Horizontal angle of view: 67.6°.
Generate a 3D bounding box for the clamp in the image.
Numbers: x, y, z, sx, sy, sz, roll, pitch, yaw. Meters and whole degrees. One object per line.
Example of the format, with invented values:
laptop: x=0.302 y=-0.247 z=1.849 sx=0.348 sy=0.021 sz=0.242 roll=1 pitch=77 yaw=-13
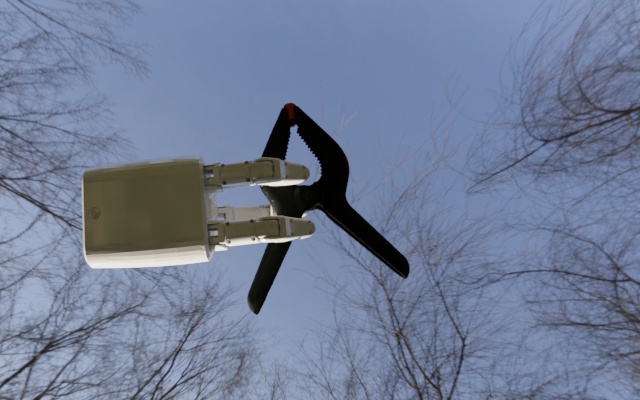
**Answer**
clamp: x=0.000 y=0.001 z=0.491 sx=0.164 sy=0.210 sz=0.036 roll=-5 pitch=-10 yaw=-7
